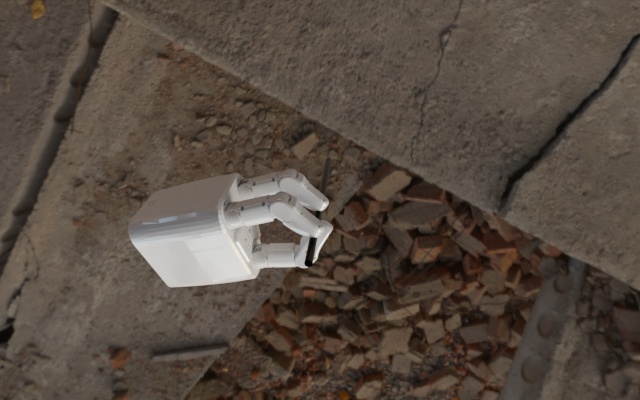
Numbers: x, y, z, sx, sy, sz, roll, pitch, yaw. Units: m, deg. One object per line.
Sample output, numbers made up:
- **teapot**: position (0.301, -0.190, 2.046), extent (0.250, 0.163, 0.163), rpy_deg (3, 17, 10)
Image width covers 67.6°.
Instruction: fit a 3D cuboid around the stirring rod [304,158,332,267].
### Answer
- **stirring rod**: position (0.000, 0.002, 0.549), extent (0.011, 0.011, 0.239), rpy_deg (0, 28, 6)
